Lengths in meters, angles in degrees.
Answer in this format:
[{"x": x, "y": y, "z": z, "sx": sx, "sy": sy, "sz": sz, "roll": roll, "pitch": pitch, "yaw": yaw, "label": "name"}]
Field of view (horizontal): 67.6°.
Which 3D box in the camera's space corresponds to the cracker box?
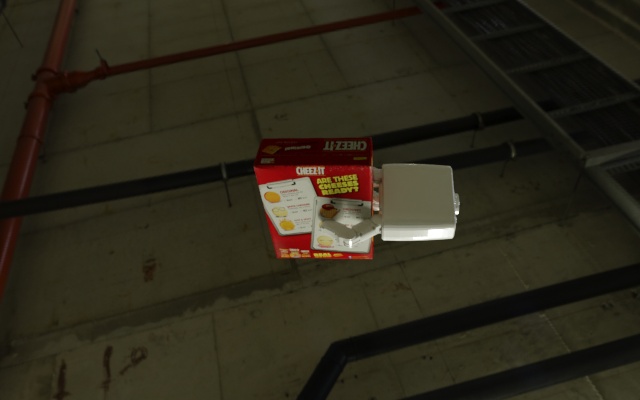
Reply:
[{"x": 0.000, "y": 0.003, "z": 0.740, "sx": 0.164, "sy": 0.072, "sz": 0.214, "roll": 0, "pitch": -43, "yaw": 7, "label": "cracker box"}]
